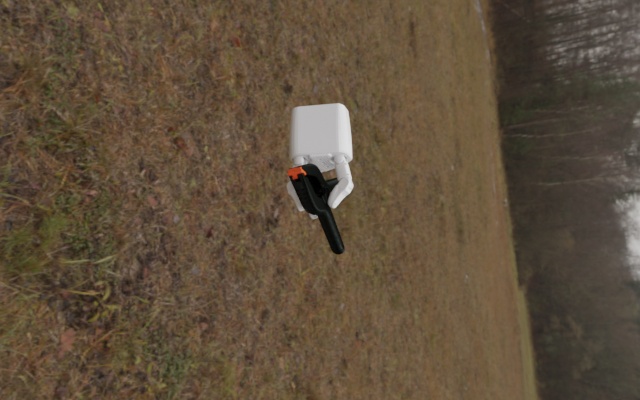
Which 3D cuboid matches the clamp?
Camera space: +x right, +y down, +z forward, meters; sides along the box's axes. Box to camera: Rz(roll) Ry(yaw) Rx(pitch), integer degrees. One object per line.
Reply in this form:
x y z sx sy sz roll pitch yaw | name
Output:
0.001 0.002 0.877 0.036 0.164 0.210 -13 -23 21 | clamp
